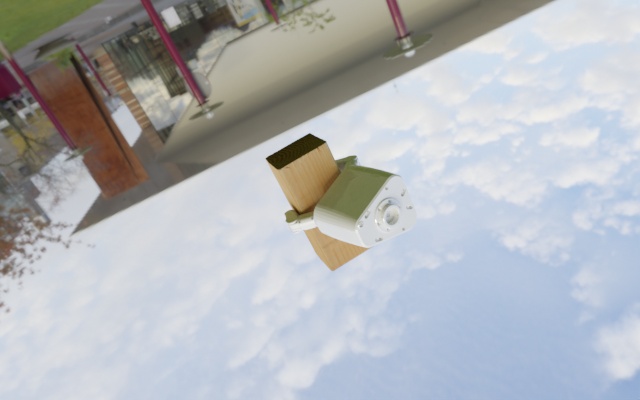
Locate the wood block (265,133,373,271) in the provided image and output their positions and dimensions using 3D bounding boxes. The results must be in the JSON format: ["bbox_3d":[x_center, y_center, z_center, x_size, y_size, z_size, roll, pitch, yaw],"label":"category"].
[{"bbox_3d":[0.000,0.003,0.807,0.091,0.206,0.090,-31,25,-9],"label":"wood block"}]
